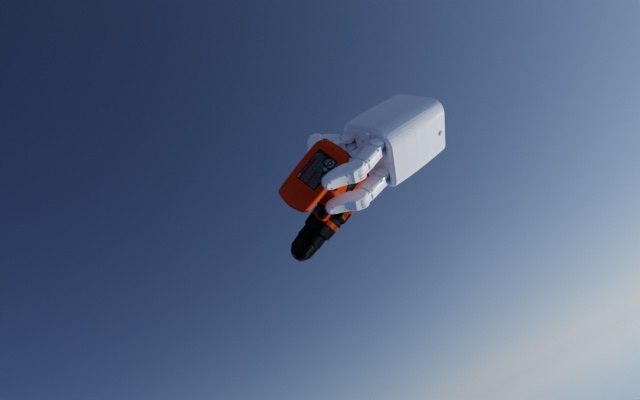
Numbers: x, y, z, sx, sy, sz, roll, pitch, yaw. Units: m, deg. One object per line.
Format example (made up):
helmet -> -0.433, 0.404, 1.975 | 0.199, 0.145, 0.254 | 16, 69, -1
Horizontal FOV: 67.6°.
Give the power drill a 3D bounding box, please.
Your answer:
power drill -> 0.000, 0.002, 0.716 | 0.057, 0.184, 0.188 | 35, -6, 19
